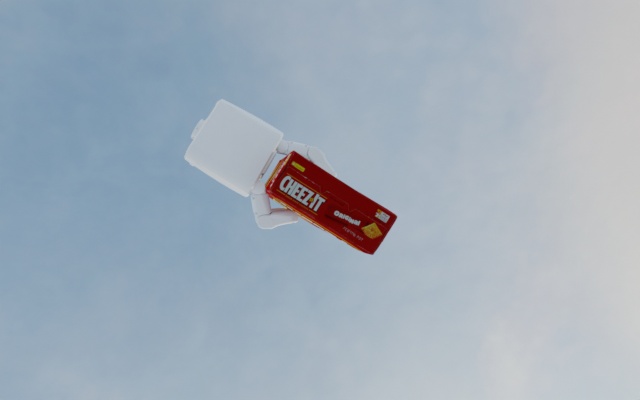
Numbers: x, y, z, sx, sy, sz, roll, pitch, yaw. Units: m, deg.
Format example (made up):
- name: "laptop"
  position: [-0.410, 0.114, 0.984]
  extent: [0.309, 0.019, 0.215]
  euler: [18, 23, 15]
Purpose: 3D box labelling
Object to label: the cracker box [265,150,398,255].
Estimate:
- name: "cracker box"
  position: [0.000, 0.002, 0.713]
  extent: [0.164, 0.072, 0.213]
  euler: [31, -3, -9]
